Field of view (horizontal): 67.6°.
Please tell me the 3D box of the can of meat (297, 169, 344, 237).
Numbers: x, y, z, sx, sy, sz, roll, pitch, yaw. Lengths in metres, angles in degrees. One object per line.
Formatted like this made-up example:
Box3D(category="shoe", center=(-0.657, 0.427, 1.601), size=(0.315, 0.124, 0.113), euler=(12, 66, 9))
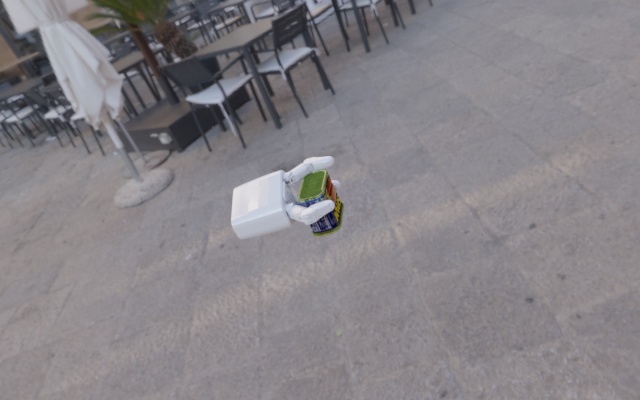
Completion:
Box3D(category="can of meat", center=(0.000, 0.003, 0.882), size=(0.057, 0.084, 0.102), euler=(-16, 30, 17))
